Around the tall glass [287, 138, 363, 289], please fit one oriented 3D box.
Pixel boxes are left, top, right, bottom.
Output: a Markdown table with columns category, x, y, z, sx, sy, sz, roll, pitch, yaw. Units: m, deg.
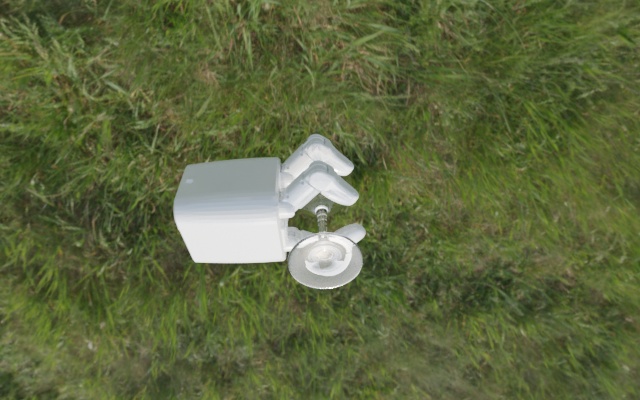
| category | x | y | z | sx | sy | sz | roll | pitch | yaw |
| --- | --- | --- | --- | --- | --- | --- | --- | --- | --- |
| tall glass | 0.000 | 0.002 | 0.544 | 0.079 | 0.079 | 0.201 | 0 | 36 | -3 |
